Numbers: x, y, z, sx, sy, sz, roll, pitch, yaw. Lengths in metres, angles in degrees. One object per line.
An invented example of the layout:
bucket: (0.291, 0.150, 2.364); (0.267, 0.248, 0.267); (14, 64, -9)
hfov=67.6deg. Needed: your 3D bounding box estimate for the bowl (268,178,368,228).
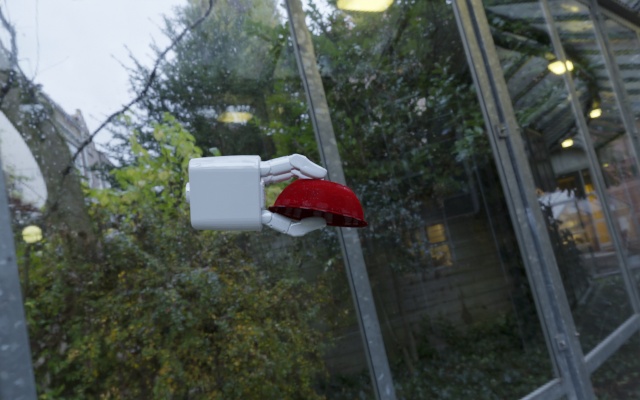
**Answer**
bowl: (0.001, 0.002, 0.765); (0.162, 0.055, 0.162); (10, -10, 2)
